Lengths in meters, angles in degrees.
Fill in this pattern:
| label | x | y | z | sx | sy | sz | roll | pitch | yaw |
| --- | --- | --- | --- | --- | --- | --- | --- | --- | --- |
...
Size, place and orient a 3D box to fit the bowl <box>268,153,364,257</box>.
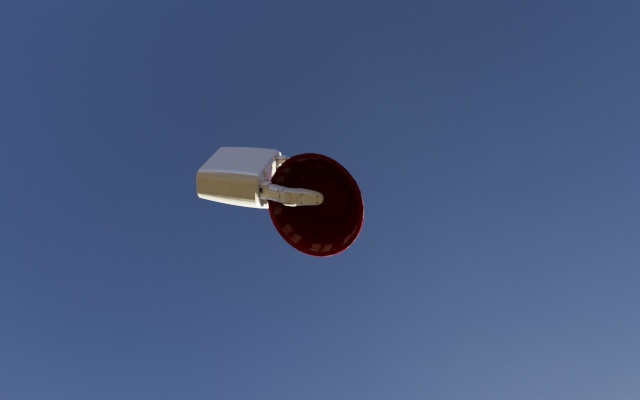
| label | x | y | z | sx | sy | sz | roll | pitch | yaw |
| --- | --- | --- | --- | --- | --- | --- | --- | --- | --- |
| bowl | 0.001 | 0.003 | 0.741 | 0.162 | 0.162 | 0.055 | 0 | 14 | 26 |
